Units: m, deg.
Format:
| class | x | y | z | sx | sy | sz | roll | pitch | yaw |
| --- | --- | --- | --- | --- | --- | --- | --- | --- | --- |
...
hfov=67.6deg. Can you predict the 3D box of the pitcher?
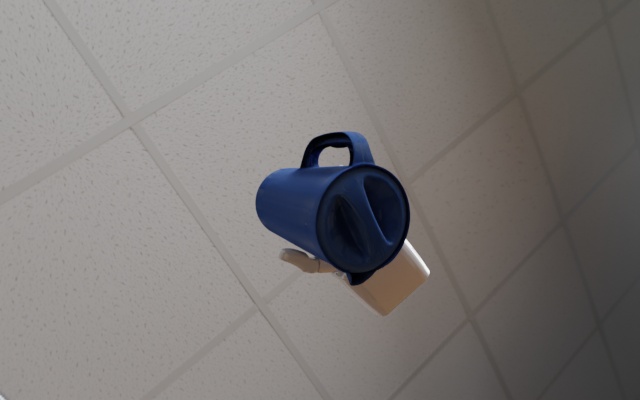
| class | x | y | z | sx | sy | sz | roll | pitch | yaw |
| --- | --- | --- | --- | --- | --- | --- | --- | --- | --- |
| pitcher | 0.000 | 0.002 | 0.661 | 0.145 | 0.149 | 0.243 | 46 | -16 | -25 |
